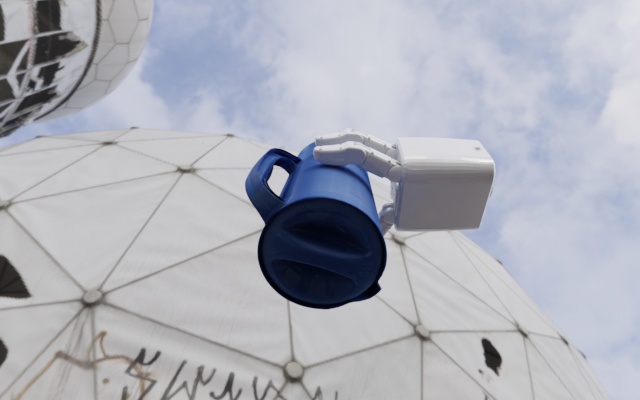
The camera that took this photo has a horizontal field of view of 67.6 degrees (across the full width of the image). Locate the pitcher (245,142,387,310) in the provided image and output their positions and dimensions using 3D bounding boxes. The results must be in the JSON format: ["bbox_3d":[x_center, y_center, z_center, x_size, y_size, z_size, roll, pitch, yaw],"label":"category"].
[{"bbox_3d":[0.000,0.002,0.586,0.145,0.149,0.242,-1,25,4],"label":"pitcher"}]
